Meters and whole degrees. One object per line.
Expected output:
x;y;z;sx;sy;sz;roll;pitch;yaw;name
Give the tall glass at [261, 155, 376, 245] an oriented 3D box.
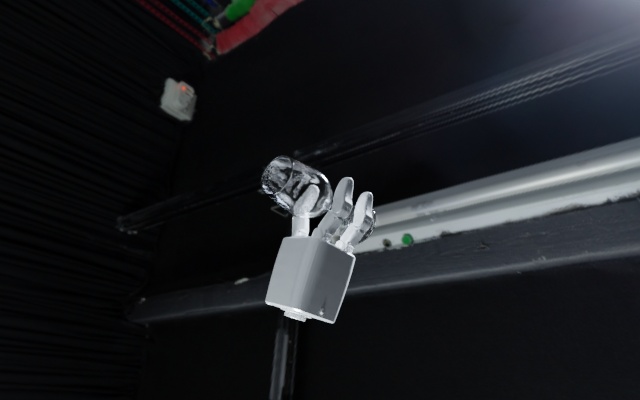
0.001;0.003;0.736;0.079;0.079;0.201;0;-23;43;tall glass
